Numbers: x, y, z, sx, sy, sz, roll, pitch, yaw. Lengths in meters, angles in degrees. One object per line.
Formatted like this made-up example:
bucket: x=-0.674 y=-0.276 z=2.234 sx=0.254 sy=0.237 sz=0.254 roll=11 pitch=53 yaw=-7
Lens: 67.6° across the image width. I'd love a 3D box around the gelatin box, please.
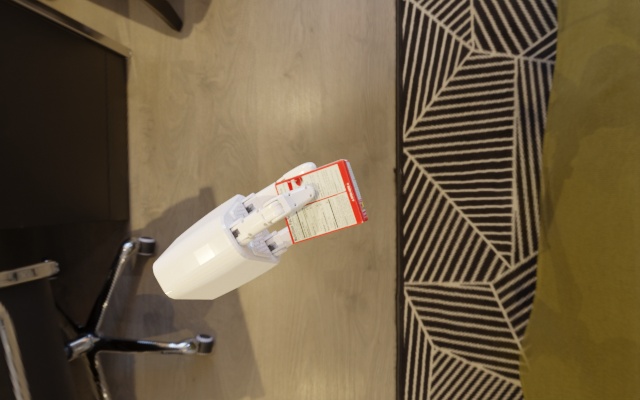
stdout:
gelatin box: x=0.000 y=0.002 z=0.539 sx=0.089 sy=0.073 sz=0.030 roll=-19 pitch=-1 yaw=17
